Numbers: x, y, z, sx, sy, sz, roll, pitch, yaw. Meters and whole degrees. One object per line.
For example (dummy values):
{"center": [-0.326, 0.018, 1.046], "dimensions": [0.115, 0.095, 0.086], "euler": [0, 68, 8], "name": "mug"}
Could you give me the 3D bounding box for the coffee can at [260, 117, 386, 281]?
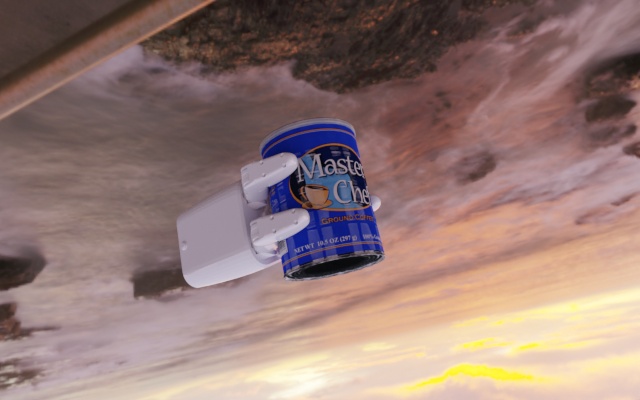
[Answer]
{"center": [0.000, 0.001, 0.487], "dimensions": [0.103, 0.140, 0.103], "euler": [-11, -17, -4], "name": "coffee can"}
